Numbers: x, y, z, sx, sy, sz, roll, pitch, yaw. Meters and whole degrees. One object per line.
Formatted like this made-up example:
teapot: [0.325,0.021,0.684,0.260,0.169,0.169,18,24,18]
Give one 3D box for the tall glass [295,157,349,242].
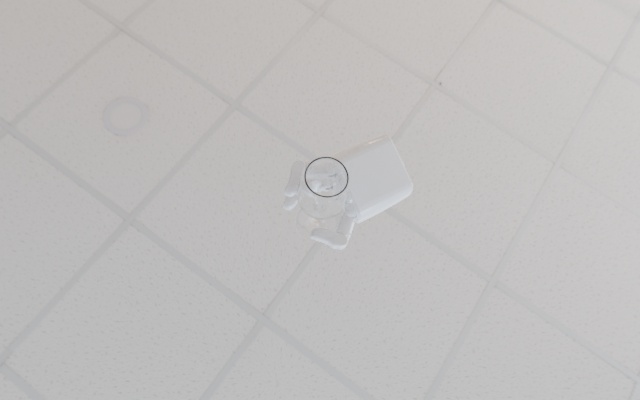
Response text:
tall glass: [0.000,0.003,0.750,0.079,0.079,0.201,0,-21,-5]
